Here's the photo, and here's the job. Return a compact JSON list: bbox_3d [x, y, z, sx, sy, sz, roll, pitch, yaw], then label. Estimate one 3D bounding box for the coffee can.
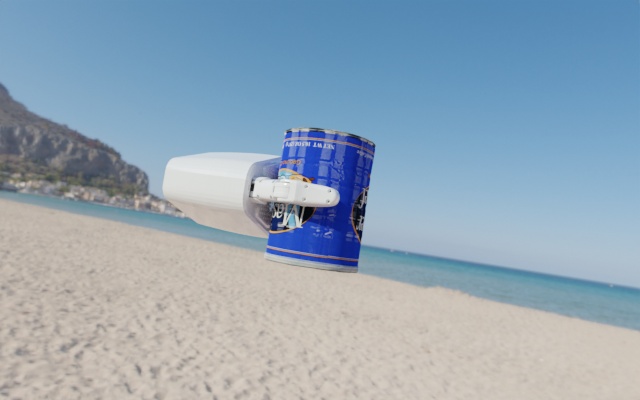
[{"bbox_3d":[0.000,0.002,0.523,0.103,0.140,0.103,9,-4,1],"label":"coffee can"}]
